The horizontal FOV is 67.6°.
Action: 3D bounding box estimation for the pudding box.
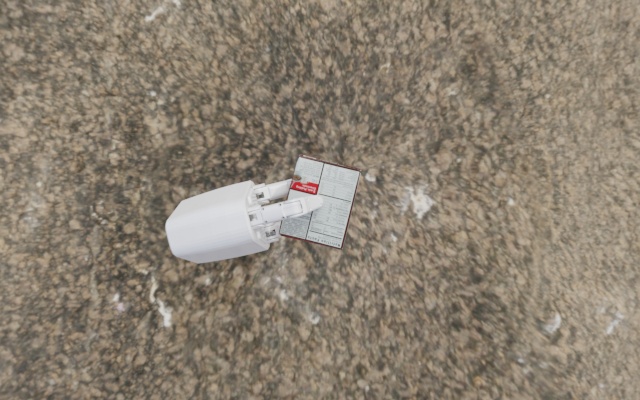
[{"bbox_3d":[0.000,0.002,0.644,0.090,0.113,0.039,14,4,2],"label":"pudding box"}]
